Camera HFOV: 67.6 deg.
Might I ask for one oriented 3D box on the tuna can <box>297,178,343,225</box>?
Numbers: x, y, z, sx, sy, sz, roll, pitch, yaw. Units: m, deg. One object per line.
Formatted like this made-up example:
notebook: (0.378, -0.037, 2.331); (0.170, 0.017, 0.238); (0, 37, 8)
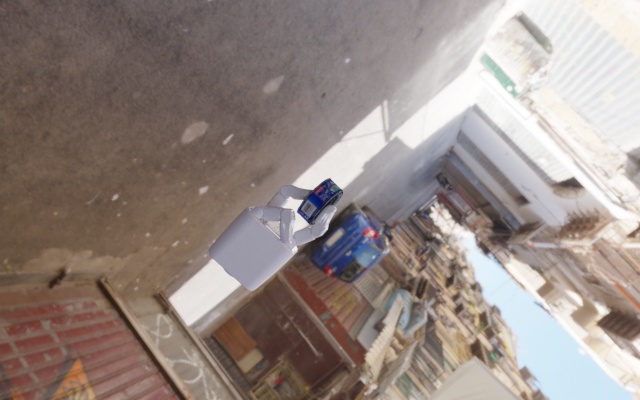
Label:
tuna can: (0.001, 0.003, 0.839); (0.033, 0.086, 0.086); (44, 10, 11)
